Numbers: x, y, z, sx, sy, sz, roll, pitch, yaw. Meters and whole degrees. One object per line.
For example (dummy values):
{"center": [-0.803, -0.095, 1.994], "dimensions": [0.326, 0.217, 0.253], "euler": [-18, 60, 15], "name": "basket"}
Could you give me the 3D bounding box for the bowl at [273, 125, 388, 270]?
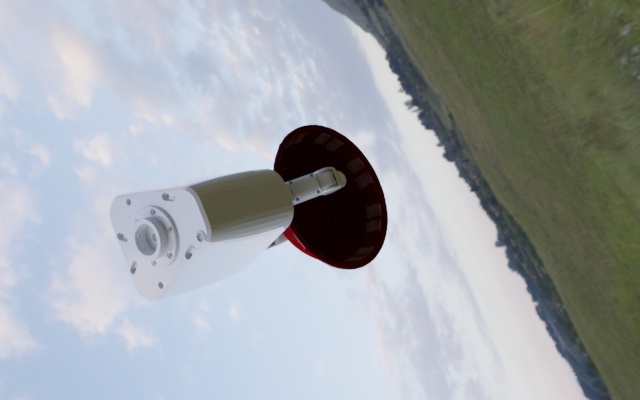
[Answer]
{"center": [0.001, 0.002, 0.522], "dimensions": [0.162, 0.162, 0.055], "euler": [0, -19, -43], "name": "bowl"}
